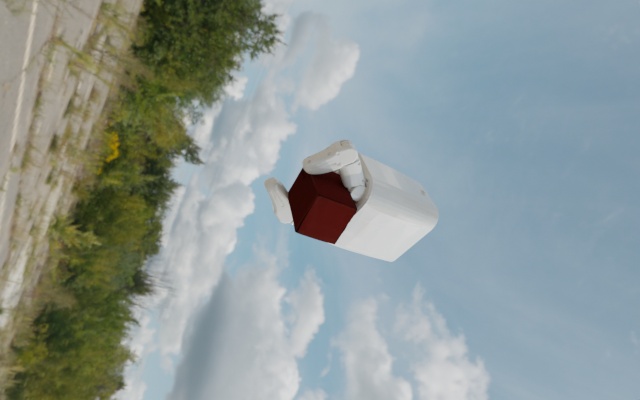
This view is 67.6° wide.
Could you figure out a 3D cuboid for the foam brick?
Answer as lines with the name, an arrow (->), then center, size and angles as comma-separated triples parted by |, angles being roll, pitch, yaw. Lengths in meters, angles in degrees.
foam brick -> 0.000, 0.002, 0.536 | 0.051, 0.053, 0.078 | 22, 26, -23
